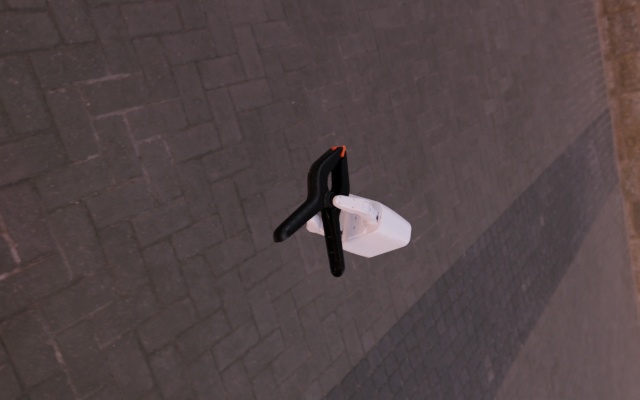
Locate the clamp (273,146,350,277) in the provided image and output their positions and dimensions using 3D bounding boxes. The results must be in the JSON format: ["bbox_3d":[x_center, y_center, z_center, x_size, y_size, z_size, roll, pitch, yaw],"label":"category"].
[{"bbox_3d":[0.001,0.002,0.757,0.036,0.210,0.165,-3,-21,38],"label":"clamp"}]
